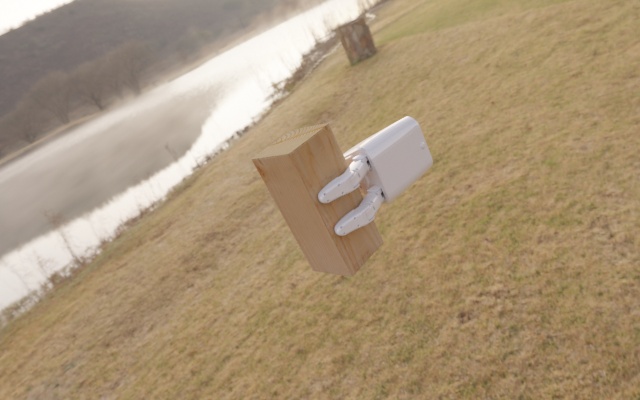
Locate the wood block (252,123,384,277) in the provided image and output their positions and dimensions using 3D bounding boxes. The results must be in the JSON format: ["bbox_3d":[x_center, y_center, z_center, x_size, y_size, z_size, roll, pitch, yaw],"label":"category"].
[{"bbox_3d":[0.000,0.002,0.707,0.091,0.206,0.090,0,34,49],"label":"wood block"}]
